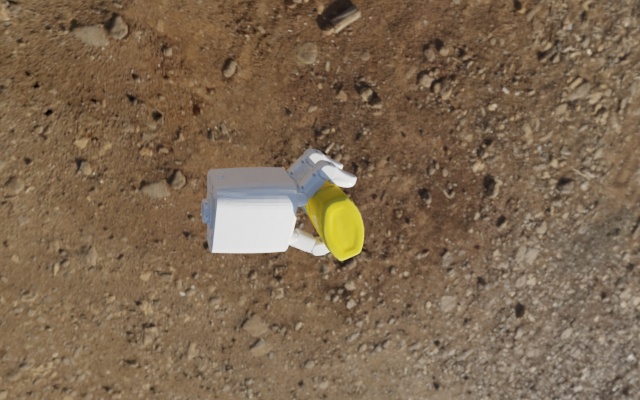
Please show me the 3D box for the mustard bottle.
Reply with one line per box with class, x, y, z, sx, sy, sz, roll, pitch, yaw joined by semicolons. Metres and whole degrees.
mustard bottle;0.001;0.002;0.699;0.058;0.096;0.191;-23;29;-9
